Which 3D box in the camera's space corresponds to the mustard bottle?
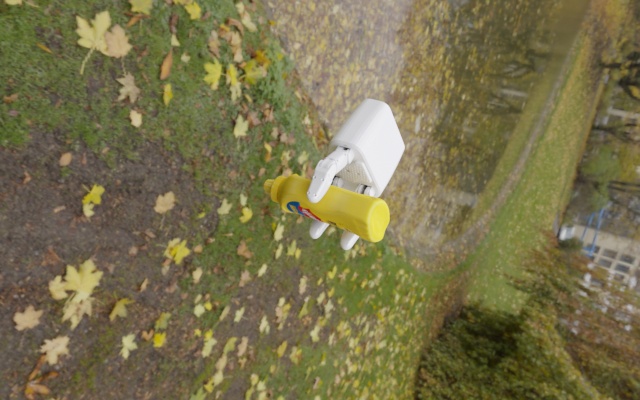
[{"bbox_3d":[0.000,0.003,0.695,0.191,0.058,0.096,18,-10,24],"label":"mustard bottle"}]
